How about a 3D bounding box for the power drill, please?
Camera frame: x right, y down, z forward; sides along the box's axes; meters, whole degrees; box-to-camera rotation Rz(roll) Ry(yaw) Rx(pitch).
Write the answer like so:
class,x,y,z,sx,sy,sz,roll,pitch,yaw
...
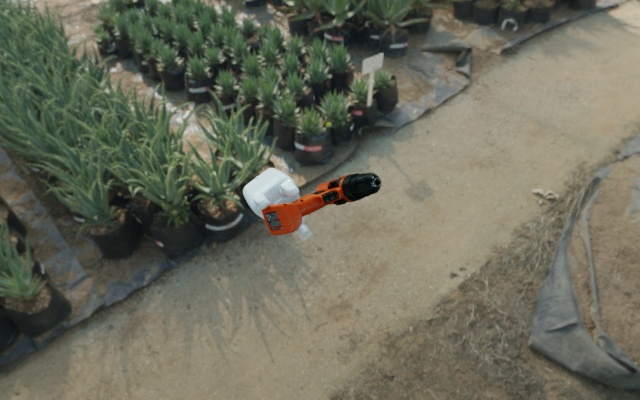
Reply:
class,x,y,z,sx,sy,sz,roll,pitch,yaw
power drill,0.000,0.003,0.880,0.187,0.057,0.184,-23,4,-32
